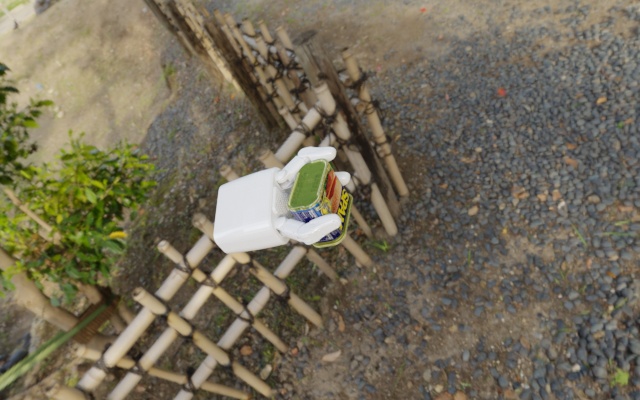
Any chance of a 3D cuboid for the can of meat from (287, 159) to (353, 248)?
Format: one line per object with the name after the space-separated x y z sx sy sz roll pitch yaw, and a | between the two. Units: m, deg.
0.000 0.002 0.696 0.057 0.102 0.084 -11 -47 27 | can of meat
